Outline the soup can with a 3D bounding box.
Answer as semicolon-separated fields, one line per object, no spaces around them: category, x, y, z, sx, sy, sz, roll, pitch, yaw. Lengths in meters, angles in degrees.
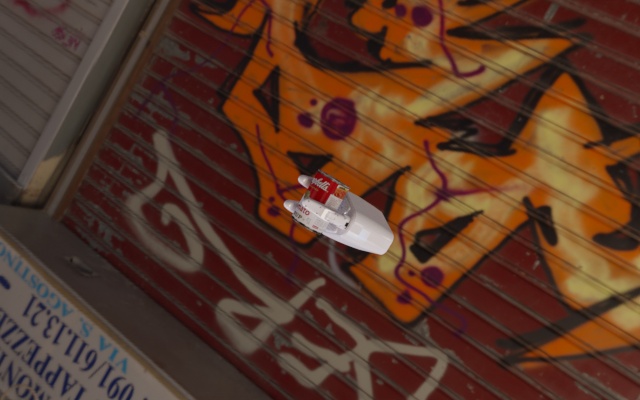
soup can;0.000;0.003;0.883;0.068;0.102;0.068;30;5;-3
